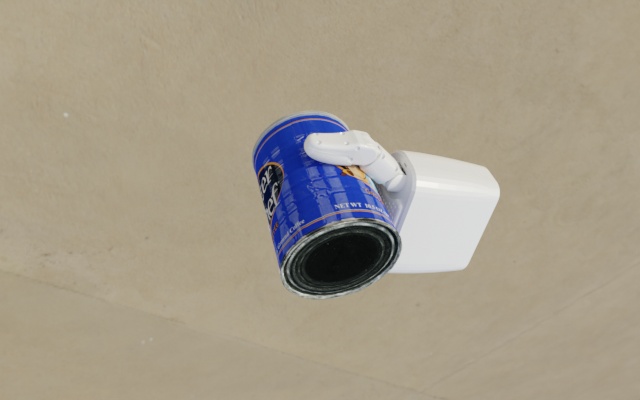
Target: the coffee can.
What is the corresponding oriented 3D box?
[{"bbox_3d":[0.000,0.001,0.430,0.103,0.140,0.103,-11,-42,-10],"label":"coffee can"}]
